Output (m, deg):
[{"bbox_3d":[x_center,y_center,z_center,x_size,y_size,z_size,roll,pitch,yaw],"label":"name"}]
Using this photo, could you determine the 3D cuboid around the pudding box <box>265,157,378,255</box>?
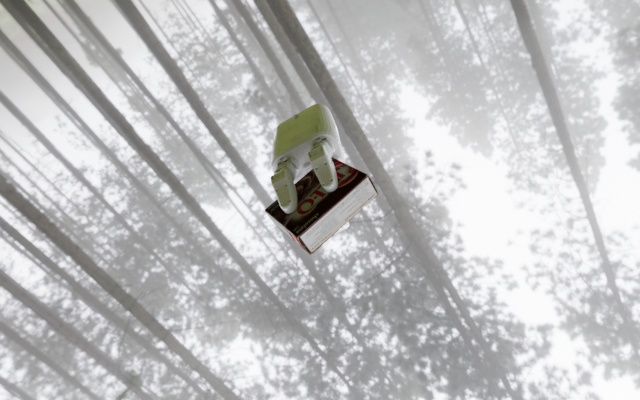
[{"bbox_3d":[0.000,0.002,0.579,0.039,0.113,0.090,54,-12,-34],"label":"pudding box"}]
